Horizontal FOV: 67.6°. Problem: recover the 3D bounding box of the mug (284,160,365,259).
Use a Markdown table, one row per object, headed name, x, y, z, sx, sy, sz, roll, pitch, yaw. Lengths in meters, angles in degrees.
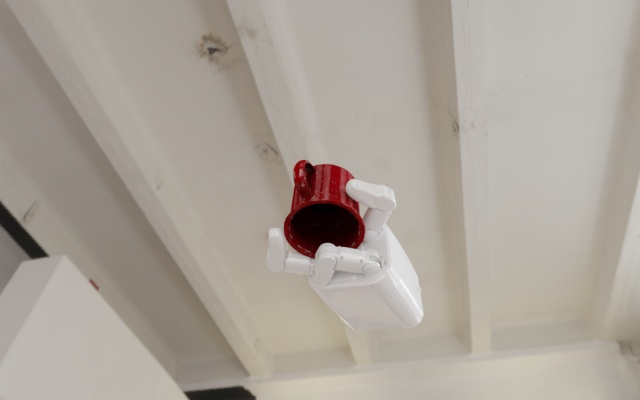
| name | x | y | z | sx | sy | sz | roll | pitch | yaw |
| --- | --- | --- | --- | --- | --- | --- | --- | --- | --- |
| mug | -0.001 | 0.001 | 0.565 | 0.093 | 0.117 | 0.081 | -22 | 35 | 20 |
